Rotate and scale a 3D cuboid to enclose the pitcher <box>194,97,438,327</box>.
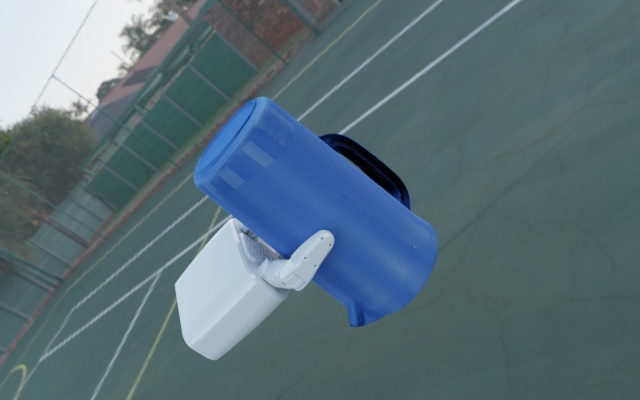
[{"bbox_3d":[0.000,0.002,0.501,0.243,0.145,0.149,40,12,-22],"label":"pitcher"}]
